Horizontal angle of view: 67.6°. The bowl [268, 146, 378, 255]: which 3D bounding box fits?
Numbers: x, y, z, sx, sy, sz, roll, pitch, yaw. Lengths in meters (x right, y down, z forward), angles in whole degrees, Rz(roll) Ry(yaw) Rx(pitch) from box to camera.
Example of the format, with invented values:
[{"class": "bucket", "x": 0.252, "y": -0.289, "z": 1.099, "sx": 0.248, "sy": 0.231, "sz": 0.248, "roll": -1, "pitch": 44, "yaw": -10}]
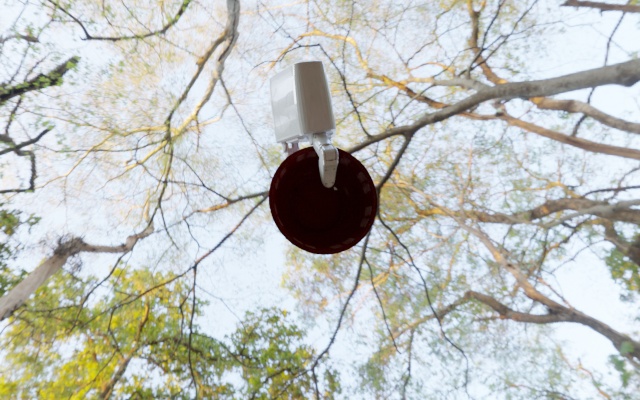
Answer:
[{"class": "bowl", "x": 0.000, "y": 0.004, "z": 0.712, "sx": 0.162, "sy": 0.162, "sz": 0.055, "roll": 0, "pitch": -11, "yaw": -13}]
